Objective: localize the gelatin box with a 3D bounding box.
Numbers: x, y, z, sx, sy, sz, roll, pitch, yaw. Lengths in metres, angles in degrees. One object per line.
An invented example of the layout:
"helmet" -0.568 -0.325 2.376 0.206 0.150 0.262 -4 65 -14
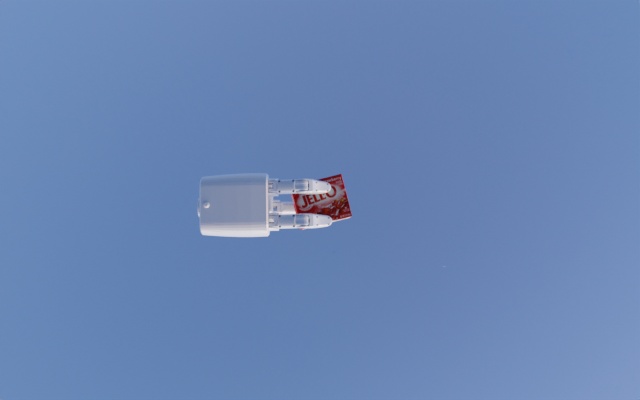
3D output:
"gelatin box" 0.000 0.003 0.786 0.089 0.073 0.030 -14 -4 -8
